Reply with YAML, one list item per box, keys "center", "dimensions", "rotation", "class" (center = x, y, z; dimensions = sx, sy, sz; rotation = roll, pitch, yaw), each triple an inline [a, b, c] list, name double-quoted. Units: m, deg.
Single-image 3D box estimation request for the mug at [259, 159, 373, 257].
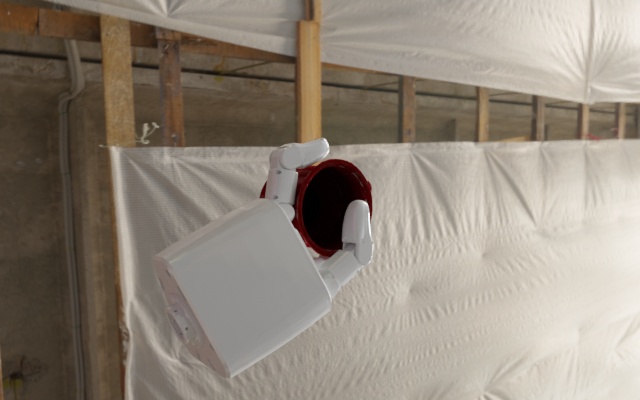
- center: [0.001, 0.001, 0.486]
  dimensions: [0.117, 0.093, 0.081]
  rotation: [-27, 18, -34]
  class: "mug"
